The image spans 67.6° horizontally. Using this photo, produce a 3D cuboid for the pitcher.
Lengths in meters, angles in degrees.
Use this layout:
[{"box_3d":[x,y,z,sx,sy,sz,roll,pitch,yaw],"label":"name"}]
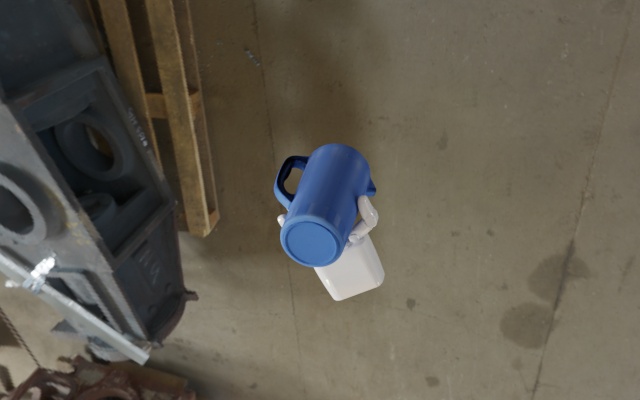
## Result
[{"box_3d":[0.000,0.003,0.868,0.149,0.145,0.242,-16,27,24],"label":"pitcher"}]
